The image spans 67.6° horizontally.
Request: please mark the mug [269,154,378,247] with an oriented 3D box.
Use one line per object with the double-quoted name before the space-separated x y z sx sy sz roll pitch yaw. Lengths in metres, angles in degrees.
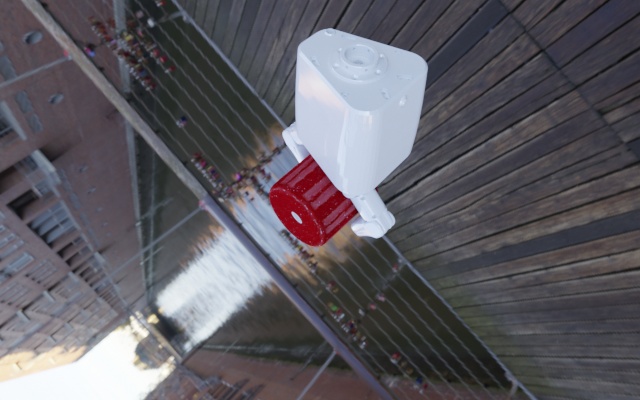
"mug" 0.000 0.003 0.519 0.093 0.081 0.117 36 -29 23
